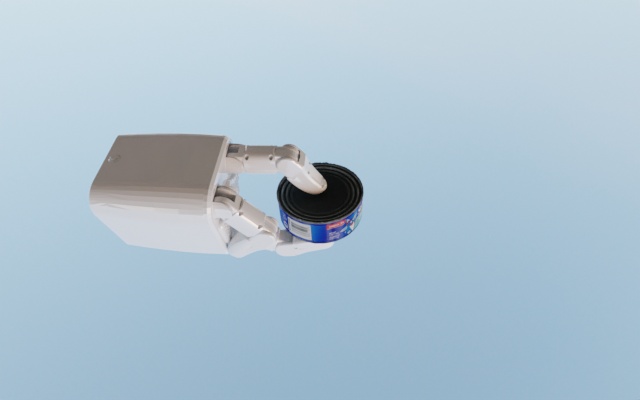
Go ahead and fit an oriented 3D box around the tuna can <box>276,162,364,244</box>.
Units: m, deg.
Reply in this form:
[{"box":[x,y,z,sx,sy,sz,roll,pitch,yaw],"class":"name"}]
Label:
[{"box":[0.000,0.002,0.480,0.086,0.086,0.034,-2,-45,2],"class":"tuna can"}]
